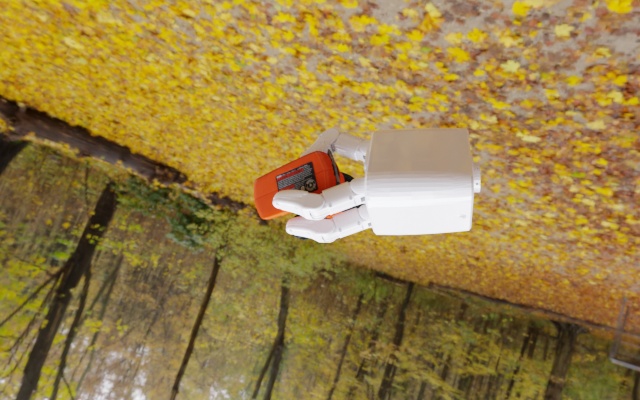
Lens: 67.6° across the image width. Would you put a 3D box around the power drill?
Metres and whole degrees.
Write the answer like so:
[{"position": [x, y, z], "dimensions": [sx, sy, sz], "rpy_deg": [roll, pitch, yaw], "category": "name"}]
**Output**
[{"position": [0.000, 0.002, 0.614], "dimensions": [0.184, 0.057, 0.188], "rpy_deg": [-24, -19, 25], "category": "power drill"}]
